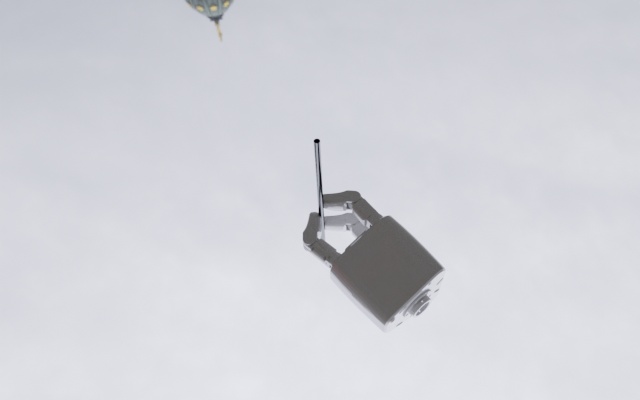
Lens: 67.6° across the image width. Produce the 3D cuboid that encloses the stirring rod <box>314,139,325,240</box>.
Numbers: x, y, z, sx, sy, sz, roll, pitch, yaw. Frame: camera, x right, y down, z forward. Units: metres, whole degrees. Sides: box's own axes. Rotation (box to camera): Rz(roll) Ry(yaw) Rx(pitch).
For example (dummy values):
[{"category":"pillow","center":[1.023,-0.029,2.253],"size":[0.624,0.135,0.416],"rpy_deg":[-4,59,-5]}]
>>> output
[{"category":"stirring rod","center":[0.000,0.002,0.659],"size":[0.011,0.011,0.240],"rpy_deg":[0,-37,3]}]
